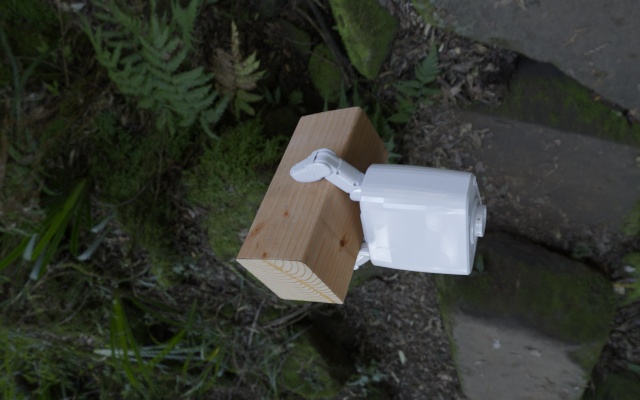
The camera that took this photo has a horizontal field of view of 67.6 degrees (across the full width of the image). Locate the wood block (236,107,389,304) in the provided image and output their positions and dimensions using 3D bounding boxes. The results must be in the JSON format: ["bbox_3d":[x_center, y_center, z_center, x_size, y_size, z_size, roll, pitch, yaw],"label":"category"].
[{"bbox_3d":[0.000,0.002,0.548,0.090,0.206,0.091,-3,-38,35],"label":"wood block"}]
